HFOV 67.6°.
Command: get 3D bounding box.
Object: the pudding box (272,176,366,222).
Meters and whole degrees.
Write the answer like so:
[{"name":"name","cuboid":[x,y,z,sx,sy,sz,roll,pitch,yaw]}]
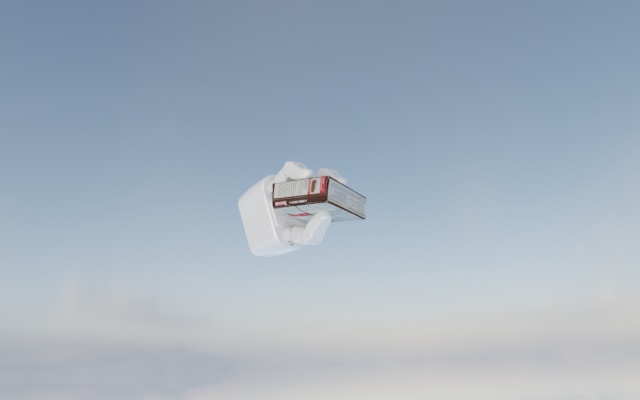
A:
[{"name":"pudding box","cuboid":[0.000,0.002,0.661,0.090,0.039,0.113,-7,-16,30]}]
